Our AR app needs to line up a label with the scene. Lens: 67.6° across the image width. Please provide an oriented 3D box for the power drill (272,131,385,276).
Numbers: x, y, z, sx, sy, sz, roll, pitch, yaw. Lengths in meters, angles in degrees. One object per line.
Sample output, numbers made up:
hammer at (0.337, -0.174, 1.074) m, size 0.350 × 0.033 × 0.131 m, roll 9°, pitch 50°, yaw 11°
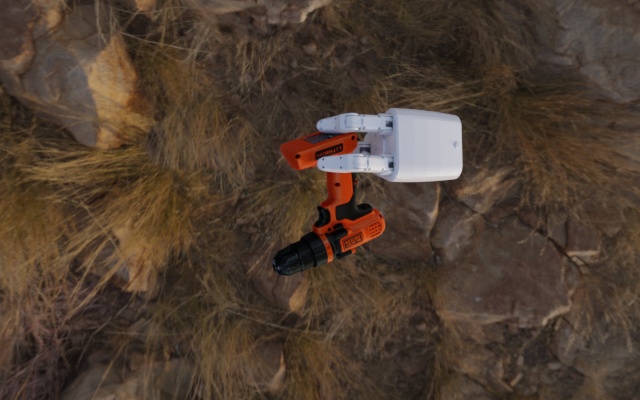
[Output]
power drill at (0.000, 0.002, 0.678) m, size 0.184 × 0.188 × 0.057 m, roll -24°, pitch 29°, yaw -23°
